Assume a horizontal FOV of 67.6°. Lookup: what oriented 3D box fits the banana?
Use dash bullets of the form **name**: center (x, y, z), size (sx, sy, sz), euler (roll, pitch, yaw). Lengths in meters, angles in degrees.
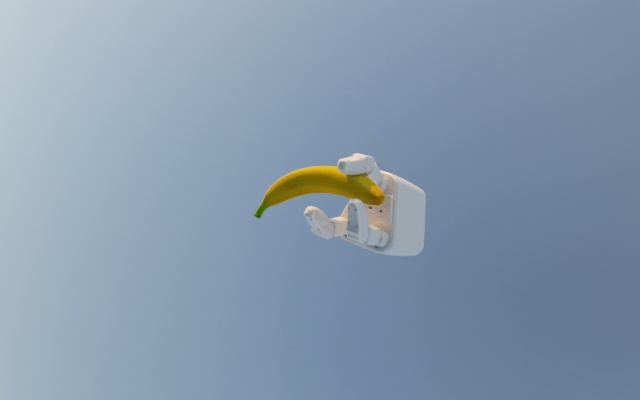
- **banana**: center (-0.002, -0.015, 0.651), size (0.198, 0.069, 0.037), euler (-8, -20, 30)
